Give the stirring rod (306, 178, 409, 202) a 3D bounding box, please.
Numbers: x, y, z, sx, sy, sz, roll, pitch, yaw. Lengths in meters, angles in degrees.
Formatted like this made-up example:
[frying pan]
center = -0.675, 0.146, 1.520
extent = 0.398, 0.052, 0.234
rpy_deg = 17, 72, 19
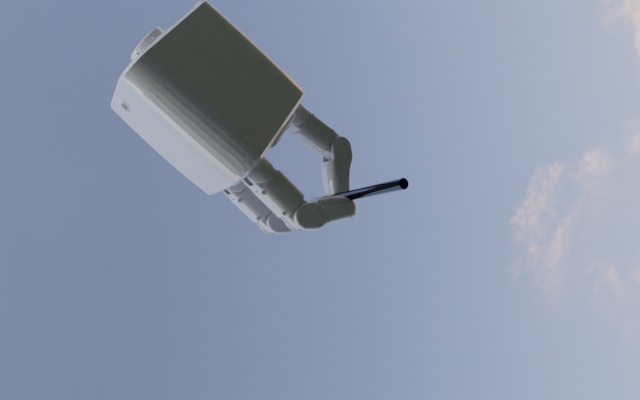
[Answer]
[stirring rod]
center = 0.000, 0.001, 0.432
extent = 0.011, 0.011, 0.239
rpy_deg = 0, -6, -29
